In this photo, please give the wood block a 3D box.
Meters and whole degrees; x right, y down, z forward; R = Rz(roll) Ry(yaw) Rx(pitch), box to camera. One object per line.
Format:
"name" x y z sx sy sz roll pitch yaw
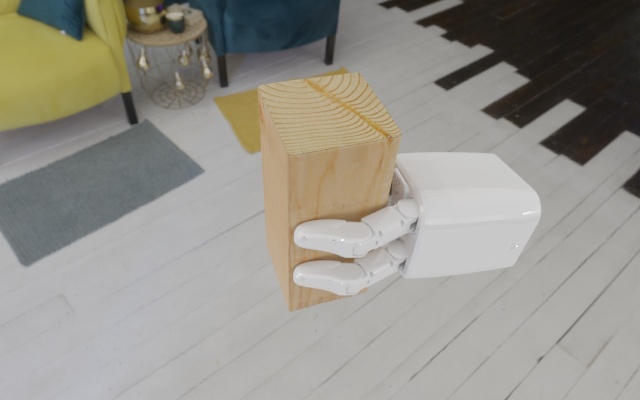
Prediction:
"wood block" 0.000 0.001 0.436 0.090 0.090 0.206 -12 -42 -14
